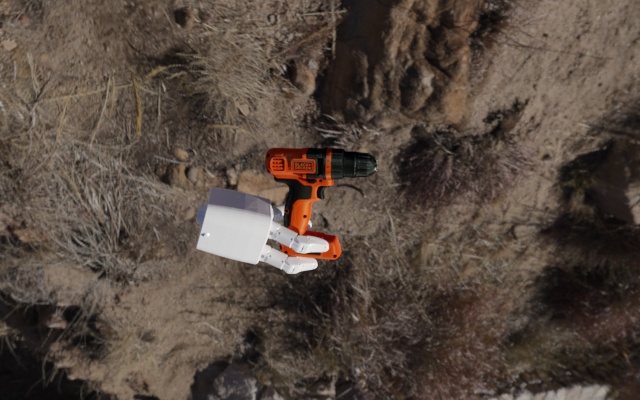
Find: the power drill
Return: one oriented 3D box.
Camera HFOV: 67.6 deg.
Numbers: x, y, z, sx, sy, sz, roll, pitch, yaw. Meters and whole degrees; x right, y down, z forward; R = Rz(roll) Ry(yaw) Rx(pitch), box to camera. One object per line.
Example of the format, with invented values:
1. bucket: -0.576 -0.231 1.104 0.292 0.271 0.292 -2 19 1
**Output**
1. power drill: 0.000 0.003 0.802 0.184 0.188 0.057 4 17 8
